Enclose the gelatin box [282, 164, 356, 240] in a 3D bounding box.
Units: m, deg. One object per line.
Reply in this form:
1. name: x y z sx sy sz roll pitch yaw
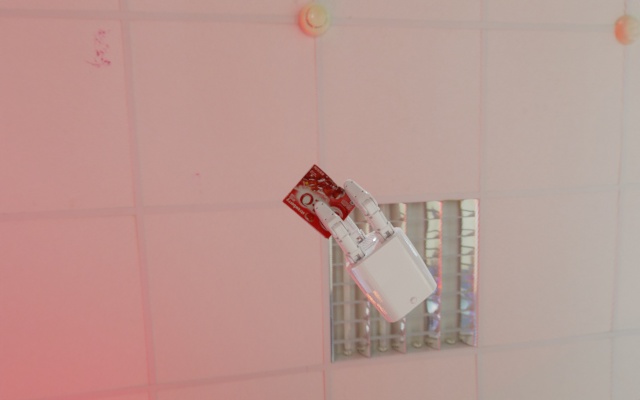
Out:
1. gelatin box: 0.000 0.002 0.707 0.089 0.073 0.030 41 -5 -4
